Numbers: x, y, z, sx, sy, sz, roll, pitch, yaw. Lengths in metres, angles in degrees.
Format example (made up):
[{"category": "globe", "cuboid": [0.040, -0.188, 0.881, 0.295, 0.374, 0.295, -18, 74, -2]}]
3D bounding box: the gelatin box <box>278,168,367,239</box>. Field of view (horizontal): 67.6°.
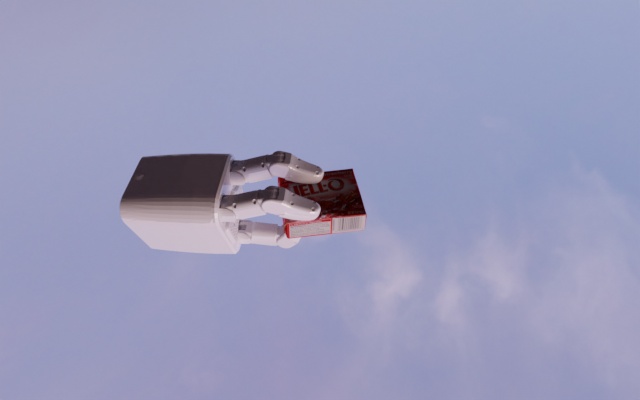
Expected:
[{"category": "gelatin box", "cuboid": [0.000, 0.002, 0.529, 0.089, 0.073, 0.030, -6, -43, -7]}]
